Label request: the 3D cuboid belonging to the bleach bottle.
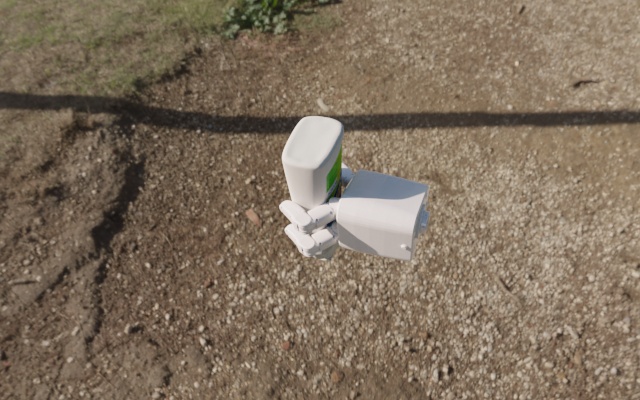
[{"bbox_3d":[0.000,0.002,0.717,0.068,0.102,0.251,13,-38,17],"label":"bleach bottle"}]
